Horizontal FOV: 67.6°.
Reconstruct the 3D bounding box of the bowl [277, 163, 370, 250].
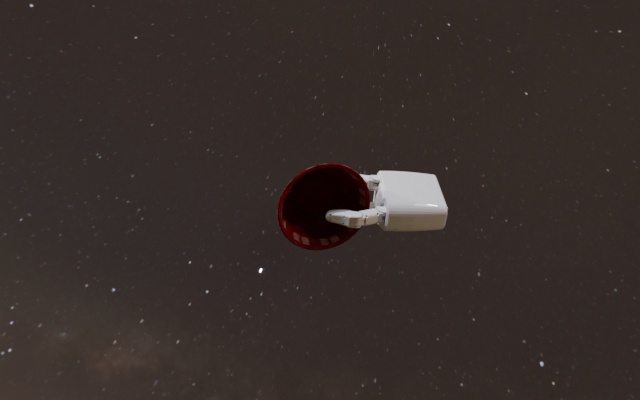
[{"bbox_3d":[-0.001,0.002,0.810,0.162,0.162,0.055,0,26,-19],"label":"bowl"}]
